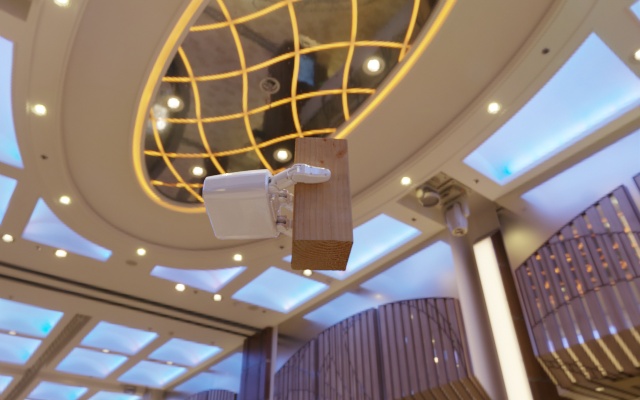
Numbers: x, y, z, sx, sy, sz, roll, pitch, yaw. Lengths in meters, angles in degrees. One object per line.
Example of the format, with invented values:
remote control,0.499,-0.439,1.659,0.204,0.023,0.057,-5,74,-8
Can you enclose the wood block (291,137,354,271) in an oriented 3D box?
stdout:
wood block,0.000,0.002,0.779,0.090,0.206,0.091,2,-37,-4
